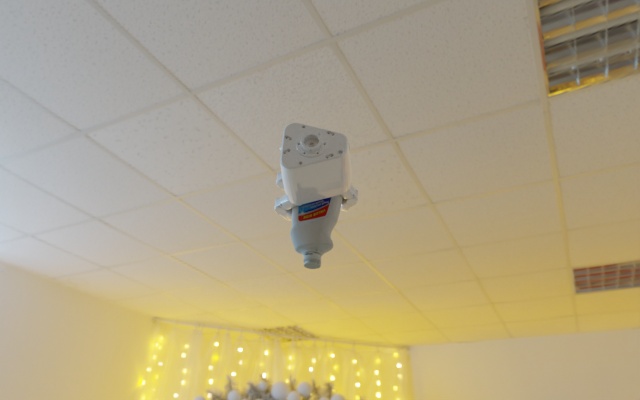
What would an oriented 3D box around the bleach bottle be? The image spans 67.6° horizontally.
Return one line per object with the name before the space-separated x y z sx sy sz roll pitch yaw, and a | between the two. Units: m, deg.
bleach bottle | 0.000 0.003 0.867 0.102 0.250 0.068 0 -30 4
